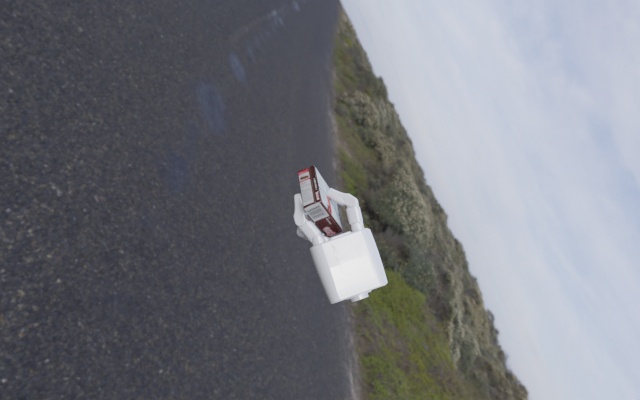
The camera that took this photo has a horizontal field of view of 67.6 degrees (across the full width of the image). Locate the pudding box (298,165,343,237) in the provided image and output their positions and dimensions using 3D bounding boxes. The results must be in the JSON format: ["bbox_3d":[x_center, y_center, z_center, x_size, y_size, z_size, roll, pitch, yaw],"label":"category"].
[{"bbox_3d":[0.000,0.003,0.893,0.039,0.090,0.114,-21,-39,11],"label":"pudding box"}]
